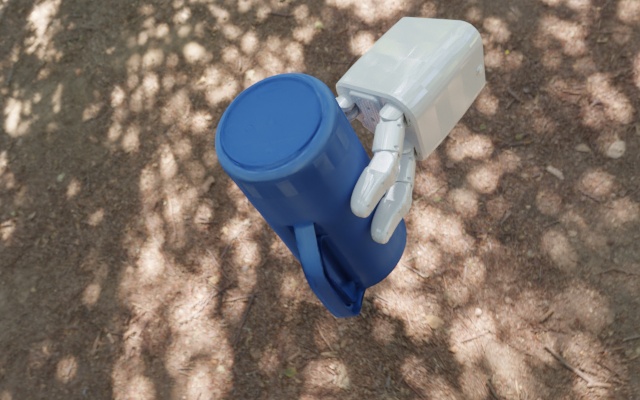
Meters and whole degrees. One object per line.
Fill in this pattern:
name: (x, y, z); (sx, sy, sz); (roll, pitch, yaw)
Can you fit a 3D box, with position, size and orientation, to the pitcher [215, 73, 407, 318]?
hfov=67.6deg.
pitcher: (0.000, 0.001, 0.471); (0.149, 0.145, 0.243); (38, -9, 34)
